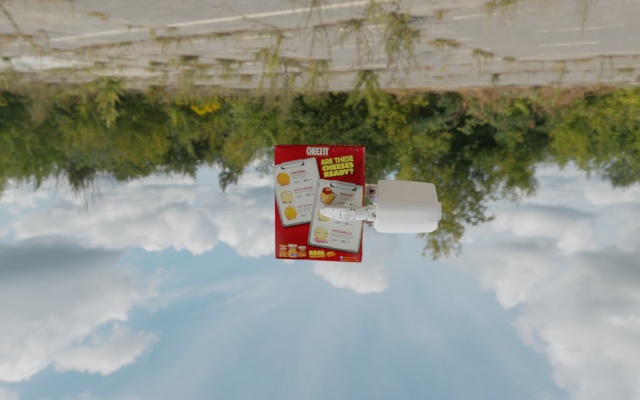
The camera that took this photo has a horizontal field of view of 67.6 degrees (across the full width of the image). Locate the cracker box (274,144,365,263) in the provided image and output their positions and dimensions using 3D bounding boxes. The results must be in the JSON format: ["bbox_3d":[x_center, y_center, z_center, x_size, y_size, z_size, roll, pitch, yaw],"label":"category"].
[{"bbox_3d":[0.000,0.003,0.891,0.164,0.214,0.072,2,10,6],"label":"cracker box"}]
